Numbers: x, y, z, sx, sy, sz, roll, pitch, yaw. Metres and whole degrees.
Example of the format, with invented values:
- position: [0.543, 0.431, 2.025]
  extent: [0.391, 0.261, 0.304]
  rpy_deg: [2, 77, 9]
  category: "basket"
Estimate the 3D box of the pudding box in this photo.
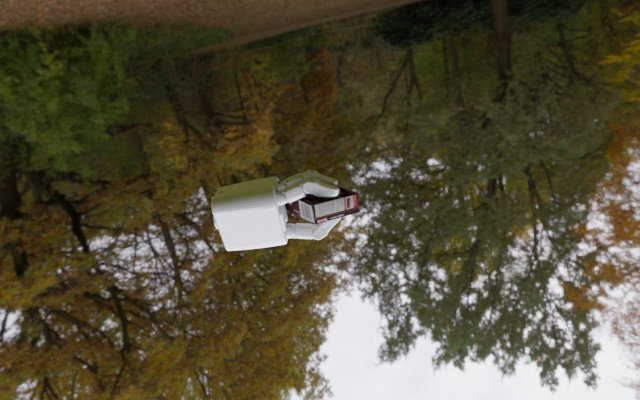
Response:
- position: [0.000, 0.003, 0.815]
  extent: [0.090, 0.039, 0.113]
  rpy_deg: [-15, 20, -25]
  category: "pudding box"
